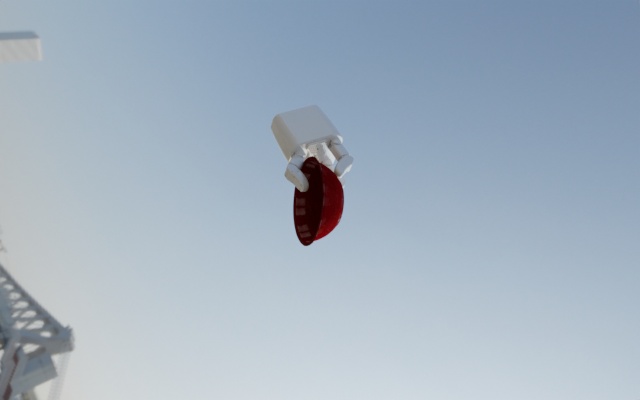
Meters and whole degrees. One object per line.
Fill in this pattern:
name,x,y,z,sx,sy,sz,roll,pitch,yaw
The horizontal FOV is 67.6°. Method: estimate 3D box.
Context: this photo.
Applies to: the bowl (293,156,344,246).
bowl,0.001,0.004,0.865,0.055,0.162,0.162,4,-2,-21
